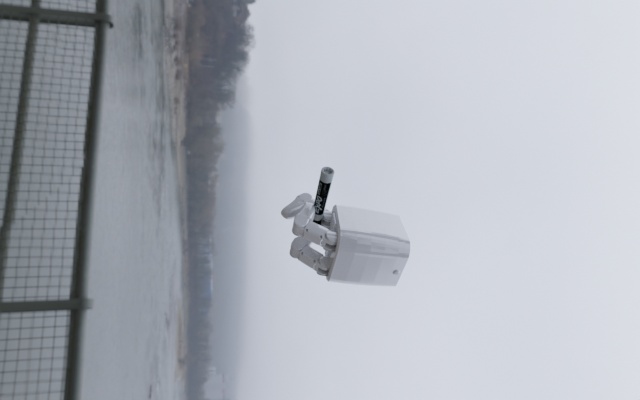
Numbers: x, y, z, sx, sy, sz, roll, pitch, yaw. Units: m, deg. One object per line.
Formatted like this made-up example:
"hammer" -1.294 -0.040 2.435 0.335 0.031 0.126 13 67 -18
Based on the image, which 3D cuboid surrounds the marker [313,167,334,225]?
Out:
"marker" 0.000 0.002 0.700 0.020 0.121 0.020 7 43 -7
